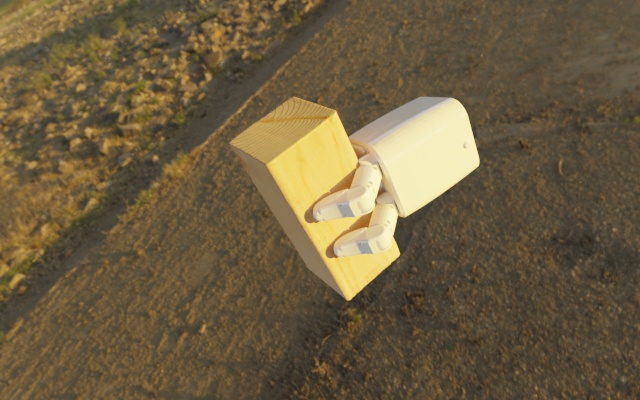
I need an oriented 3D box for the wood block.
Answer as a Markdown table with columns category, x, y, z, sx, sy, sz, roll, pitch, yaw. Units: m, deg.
| category | x | y | z | sx | sy | sz | roll | pitch | yaw |
| --- | --- | --- | --- | --- | --- | --- | --- | --- | --- |
| wood block | 0.000 | 0.001 | 0.533 | 0.090 | 0.206 | 0.090 | -39 | 36 | -15 |
